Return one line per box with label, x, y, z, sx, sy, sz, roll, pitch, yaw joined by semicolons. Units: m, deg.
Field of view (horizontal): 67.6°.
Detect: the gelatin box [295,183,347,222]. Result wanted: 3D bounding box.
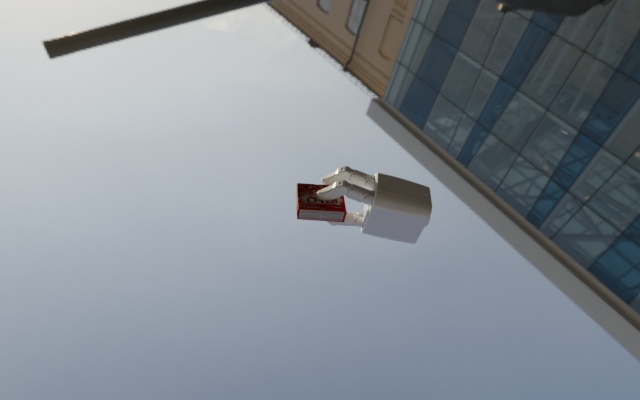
gelatin box;0.000;0.003;0.876;0.089;0.030;0.073;3;41;-8
